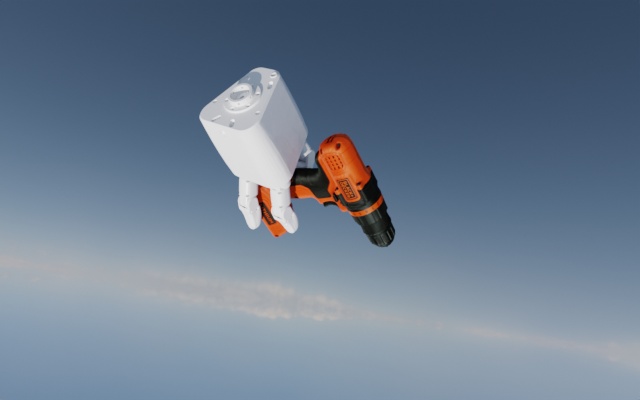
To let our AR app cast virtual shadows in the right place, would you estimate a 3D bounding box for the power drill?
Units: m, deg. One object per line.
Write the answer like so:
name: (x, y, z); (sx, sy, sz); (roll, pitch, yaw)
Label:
power drill: (0.000, 0.002, 0.691); (0.187, 0.184, 0.057); (-12, 29, 31)
